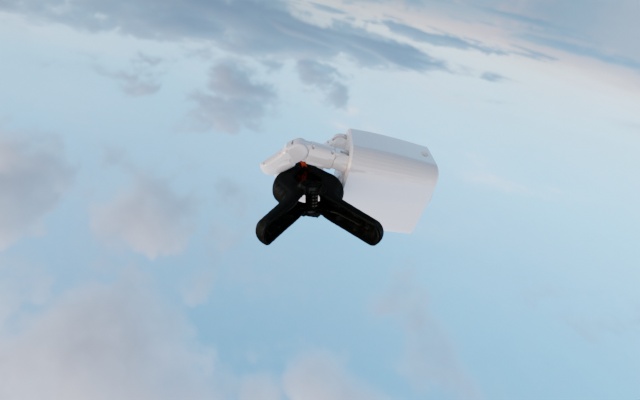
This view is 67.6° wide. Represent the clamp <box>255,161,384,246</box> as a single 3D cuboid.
[{"bbox_3d":[0.000,0.002,0.506,0.120,0.039,0.171,10,27,-5],"label":"clamp"}]
